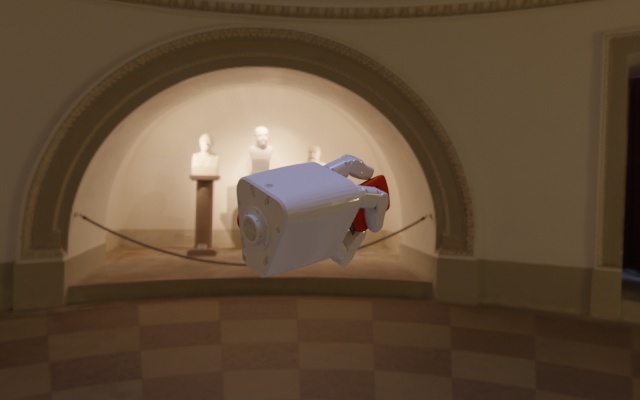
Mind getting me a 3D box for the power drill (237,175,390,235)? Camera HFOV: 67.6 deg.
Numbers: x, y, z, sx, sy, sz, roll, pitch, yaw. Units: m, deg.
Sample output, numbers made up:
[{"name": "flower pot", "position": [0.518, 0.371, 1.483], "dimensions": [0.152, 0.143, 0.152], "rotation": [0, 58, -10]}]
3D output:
[{"name": "power drill", "position": [0.000, 0.002, 0.688], "dimensions": [0.187, 0.057, 0.184], "rotation": [-5, 17, 31]}]
